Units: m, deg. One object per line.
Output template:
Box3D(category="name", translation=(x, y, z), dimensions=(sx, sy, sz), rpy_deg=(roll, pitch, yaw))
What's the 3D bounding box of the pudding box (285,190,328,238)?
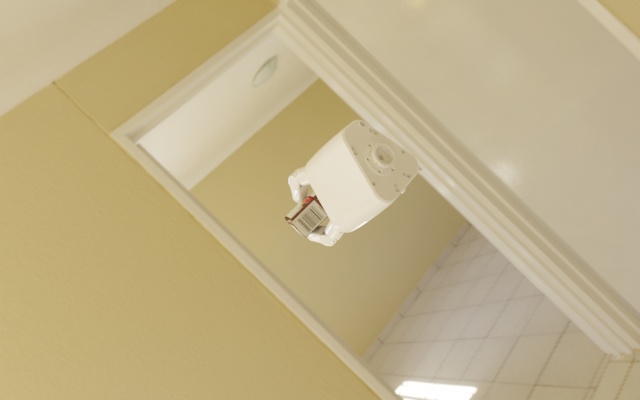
Box3D(category="pudding box", translation=(0.000, 0.002, 0.723), dimensions=(0.113, 0.039, 0.090), rpy_deg=(-43, 6, -6))
